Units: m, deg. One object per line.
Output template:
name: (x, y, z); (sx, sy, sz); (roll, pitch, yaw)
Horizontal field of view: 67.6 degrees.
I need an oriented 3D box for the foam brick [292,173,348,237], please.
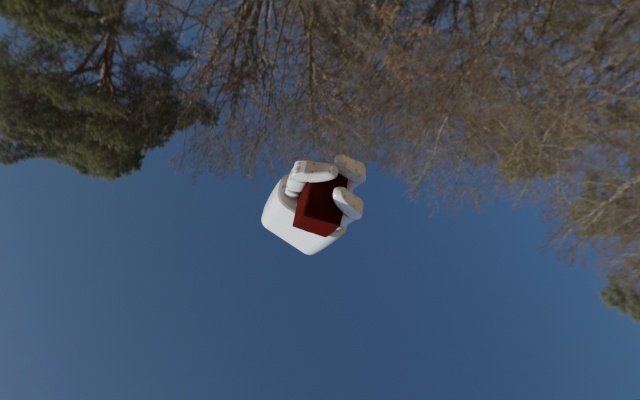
foam brick: (0.000, 0.002, 0.646); (0.053, 0.078, 0.051); (20, -29, -14)
